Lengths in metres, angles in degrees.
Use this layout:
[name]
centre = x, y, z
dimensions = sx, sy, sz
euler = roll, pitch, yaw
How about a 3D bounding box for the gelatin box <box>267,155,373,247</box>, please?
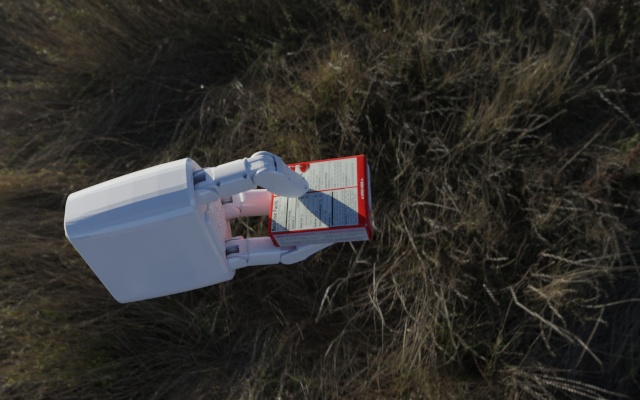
[gelatin box]
centre = 0.000, 0.001, 0.426
dimensions = 0.089, 0.073, 0.030
euler = -7, -33, 12
